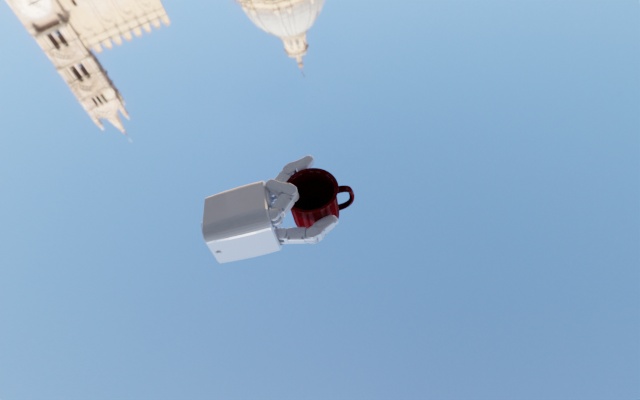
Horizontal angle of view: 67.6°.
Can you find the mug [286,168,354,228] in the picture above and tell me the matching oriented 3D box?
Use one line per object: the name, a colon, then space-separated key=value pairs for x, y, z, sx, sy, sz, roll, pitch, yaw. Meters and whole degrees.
mug: x=0.002 y=0.002 z=0.813 sx=0.117 sy=0.093 sz=0.082 roll=-14 pitch=-37 yaw=-1
